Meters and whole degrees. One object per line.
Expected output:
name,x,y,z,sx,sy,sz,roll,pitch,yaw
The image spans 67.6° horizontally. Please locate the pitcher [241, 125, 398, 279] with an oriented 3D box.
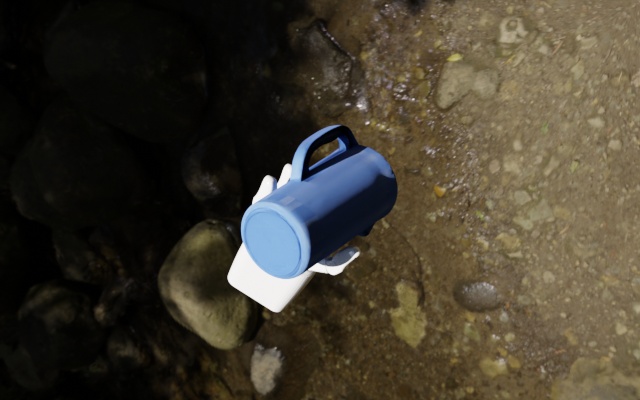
pitcher,0.000,0.002,0.682,0.242,0.149,0.145,-32,-18,-51
